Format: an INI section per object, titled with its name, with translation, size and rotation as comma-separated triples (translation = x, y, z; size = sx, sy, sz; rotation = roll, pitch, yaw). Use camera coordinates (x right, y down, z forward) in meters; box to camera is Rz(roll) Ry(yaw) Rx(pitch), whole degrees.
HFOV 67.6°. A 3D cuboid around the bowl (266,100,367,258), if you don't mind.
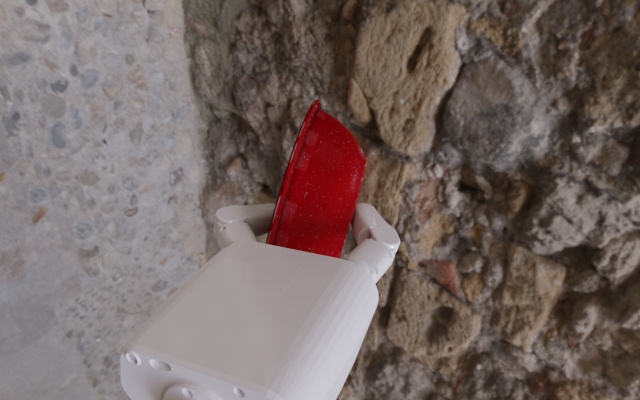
[bowl]
translation = 0.001, 0.001, 0.402
size = 0.055, 0.162, 0.162
rotation = 16, 0, 1
